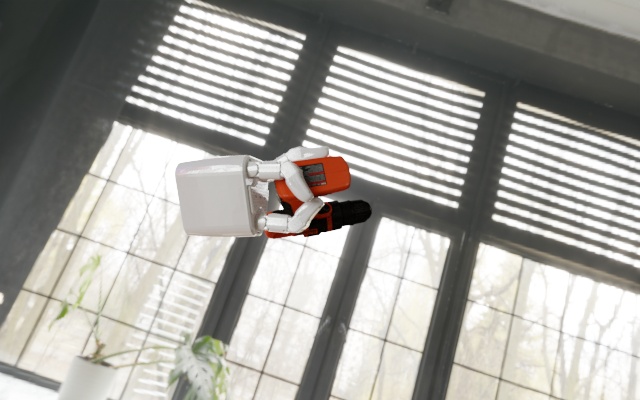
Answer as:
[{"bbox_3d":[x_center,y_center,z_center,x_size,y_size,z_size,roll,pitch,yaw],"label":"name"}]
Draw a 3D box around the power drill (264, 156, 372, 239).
[{"bbox_3d":[0.000,0.002,0.737,0.184,0.057,0.188,-11,-25,-8],"label":"power drill"}]
